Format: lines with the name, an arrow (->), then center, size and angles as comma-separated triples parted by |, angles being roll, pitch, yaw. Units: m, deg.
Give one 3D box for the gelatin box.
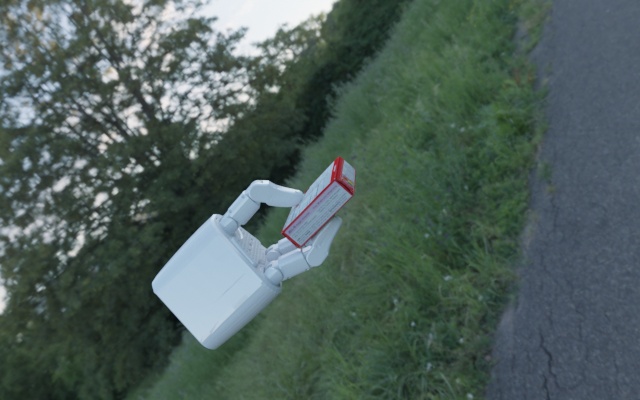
gelatin box -> 0.000, 0.001, 0.521 | 0.030, 0.089, 0.073 | 40, 21, -10
